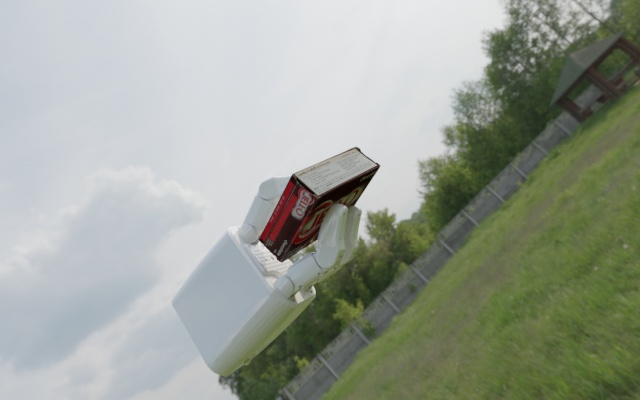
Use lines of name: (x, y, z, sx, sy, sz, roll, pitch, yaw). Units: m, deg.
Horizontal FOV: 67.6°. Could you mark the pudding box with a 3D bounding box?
pudding box: (0.000, 0.001, 0.470, 0.039, 0.090, 0.113, 42, 38, 14)
